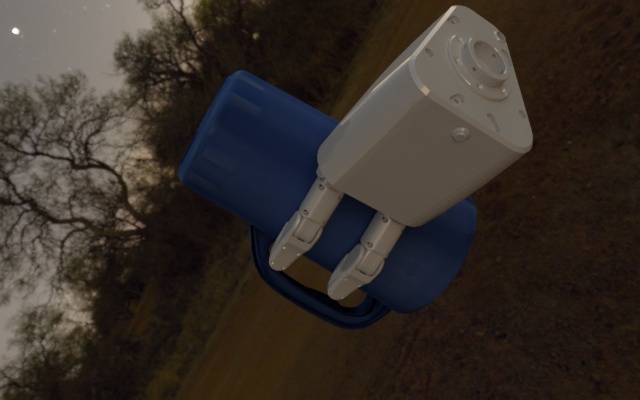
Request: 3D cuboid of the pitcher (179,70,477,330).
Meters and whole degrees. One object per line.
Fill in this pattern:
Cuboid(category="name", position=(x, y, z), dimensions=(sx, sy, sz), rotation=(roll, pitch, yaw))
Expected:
Cuboid(category="pitcher", position=(0.000, 0.001, 0.428), dimensions=(0.243, 0.149, 0.145), rotation=(29, -37, -14))
